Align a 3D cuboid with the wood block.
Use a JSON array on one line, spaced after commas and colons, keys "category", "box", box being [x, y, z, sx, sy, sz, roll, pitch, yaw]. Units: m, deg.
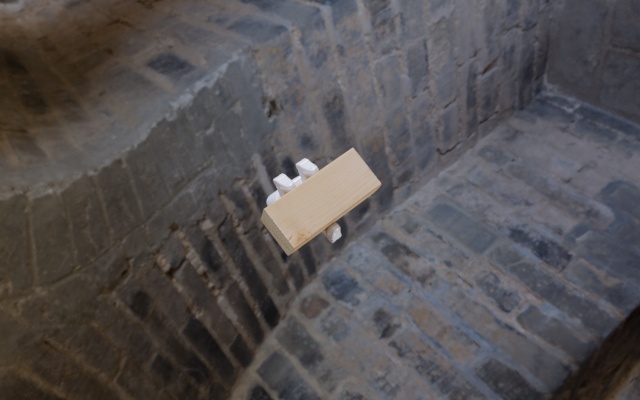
[{"category": "wood block", "box": [0.000, 0.003, 0.897, 0.206, 0.091, 0.090, -36, -5, -17]}]
